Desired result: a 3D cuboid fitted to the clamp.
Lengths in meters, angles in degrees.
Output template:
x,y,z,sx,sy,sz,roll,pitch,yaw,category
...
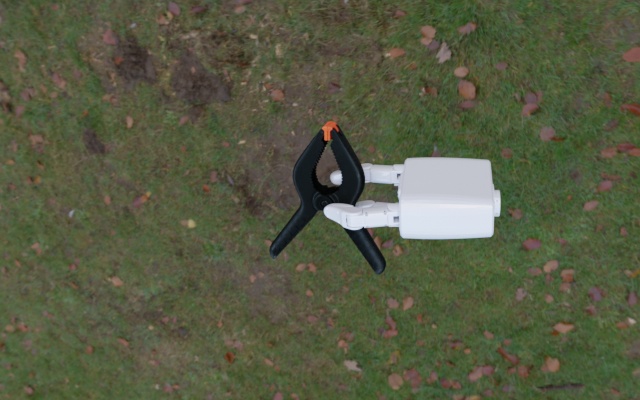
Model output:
x,y,z,sx,sy,sz,roll,pitch,yaw,category
0.000,0.002,0.632,0.164,0.210,0.036,0,23,14,clamp
